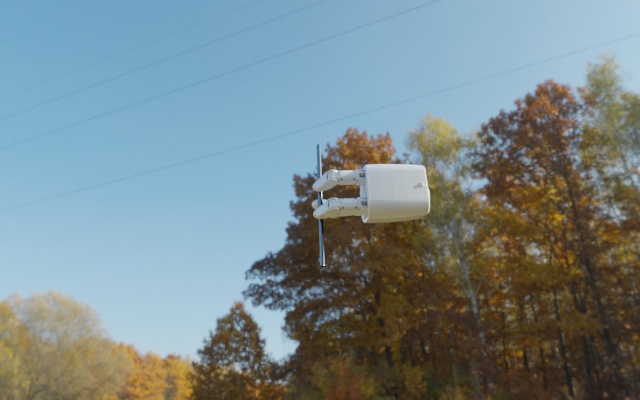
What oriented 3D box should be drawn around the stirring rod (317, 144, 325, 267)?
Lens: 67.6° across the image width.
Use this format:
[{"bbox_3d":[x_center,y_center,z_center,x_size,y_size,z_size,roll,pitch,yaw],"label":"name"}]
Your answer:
[{"bbox_3d":[0.000,0.003,0.860,0.011,0.239,0.011,-2,-26,-1],"label":"stirring rod"}]
